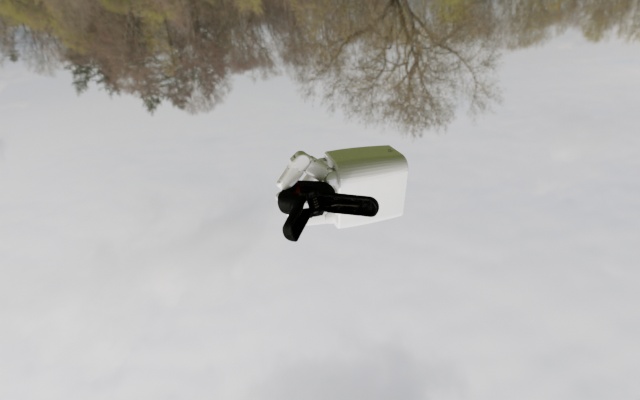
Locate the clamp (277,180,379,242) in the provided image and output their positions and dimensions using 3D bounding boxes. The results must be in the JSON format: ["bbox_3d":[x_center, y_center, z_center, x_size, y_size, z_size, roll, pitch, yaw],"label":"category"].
[{"bbox_3d":[0.000,0.003,0.623,0.120,0.039,0.171,-8,21,-10],"label":"clamp"}]
